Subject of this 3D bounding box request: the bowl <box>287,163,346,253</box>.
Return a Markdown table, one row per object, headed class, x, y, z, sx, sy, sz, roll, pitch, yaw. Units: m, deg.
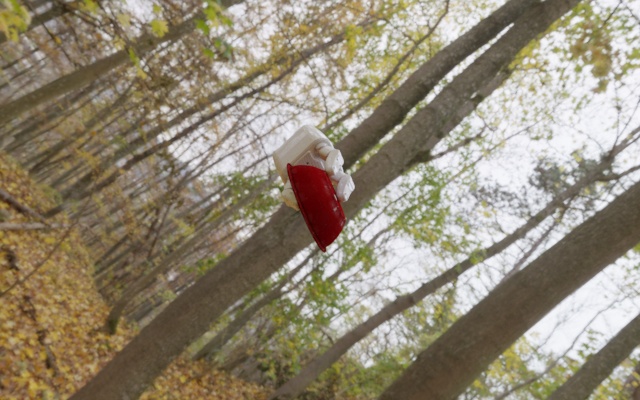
| class | x | y | z | sx | sy | sz | roll | pitch | yaw |
| --- | --- | --- | --- | --- | --- | --- | --- | --- | --- |
| bowl | 0.001 | 0.003 | 0.793 | 0.055 | 0.162 | 0.162 | -22 | -2 | 5 |
